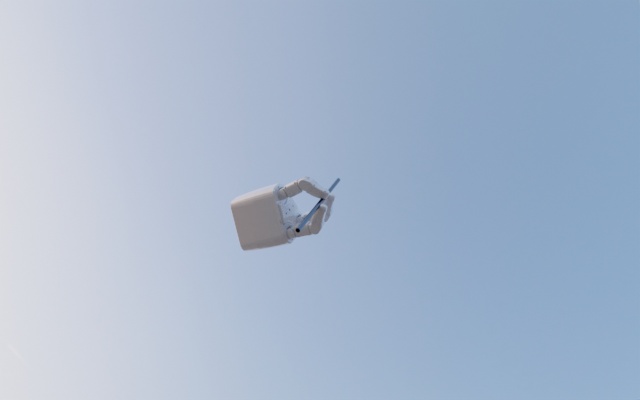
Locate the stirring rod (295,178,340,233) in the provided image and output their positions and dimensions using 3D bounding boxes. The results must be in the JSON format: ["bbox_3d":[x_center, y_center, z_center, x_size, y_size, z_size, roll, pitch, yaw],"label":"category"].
[{"bbox_3d":[0.000,0.003,0.869,0.011,0.011,0.239,0,22,19],"label":"stirring rod"}]
